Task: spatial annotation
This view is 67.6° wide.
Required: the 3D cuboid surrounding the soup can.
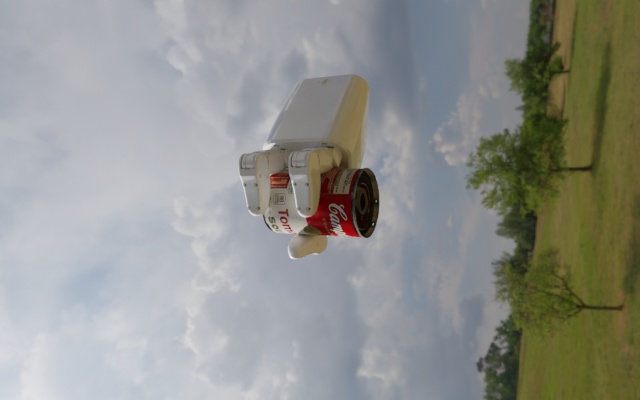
[{"bbox_3d":[0.000,0.002,0.480,0.102,0.068,0.068,1,0,26],"label":"soup can"}]
